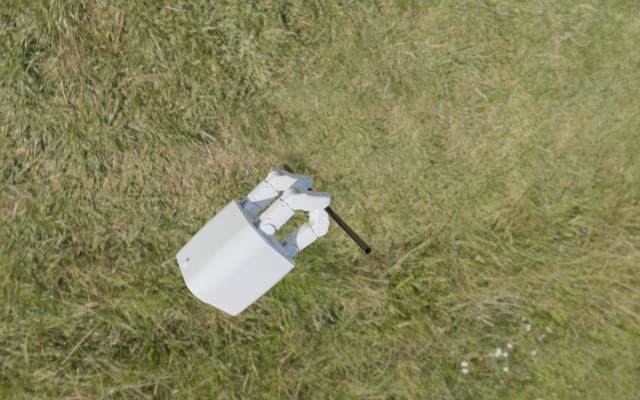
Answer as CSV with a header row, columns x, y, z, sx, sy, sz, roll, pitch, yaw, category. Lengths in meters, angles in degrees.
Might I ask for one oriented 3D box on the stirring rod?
x,y,z,sx,sy,sz,roll,pitch,yaw,category
0.000,0.002,0.608,0.011,0.011,0.239,0,26,-28,stirring rod
